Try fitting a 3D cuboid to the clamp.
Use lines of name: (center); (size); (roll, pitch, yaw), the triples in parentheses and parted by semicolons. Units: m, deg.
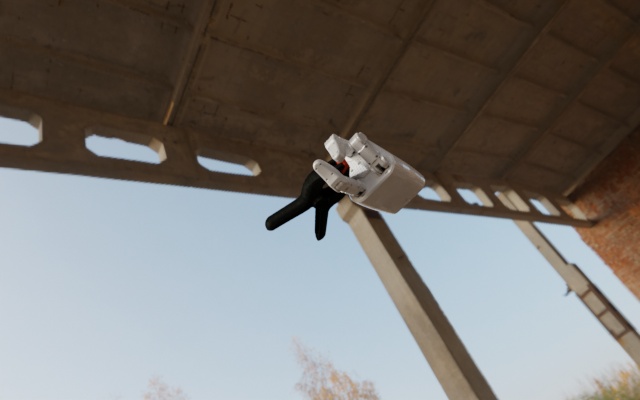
clamp: (0.000, 0.002, 0.792); (0.171, 0.039, 0.120); (-46, -39, 21)
